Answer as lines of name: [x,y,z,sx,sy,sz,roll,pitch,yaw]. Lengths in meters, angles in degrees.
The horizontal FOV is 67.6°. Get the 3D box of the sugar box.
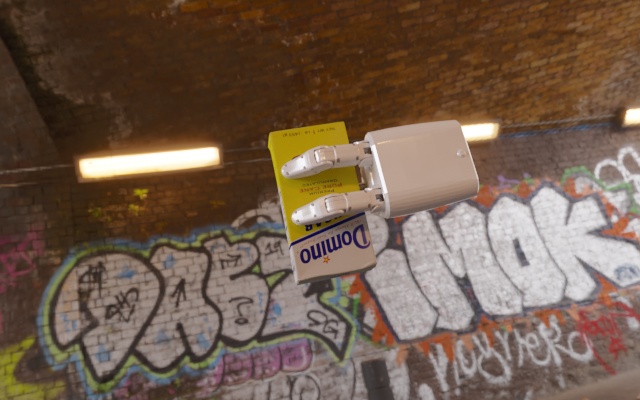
sugar box: [0.000,0.002,0.554,0.093,0.176,0.048,-11,-16,-9]
